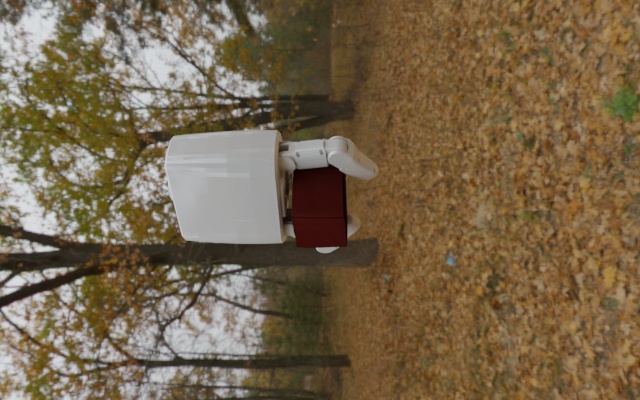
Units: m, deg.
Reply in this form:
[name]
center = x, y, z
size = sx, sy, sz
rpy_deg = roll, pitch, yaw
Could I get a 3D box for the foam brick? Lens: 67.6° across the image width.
[foam brick]
center = 0.000, 0.002, 0.471
size = 0.051, 0.078, 0.053
rpy_deg = -2, -38, 2
